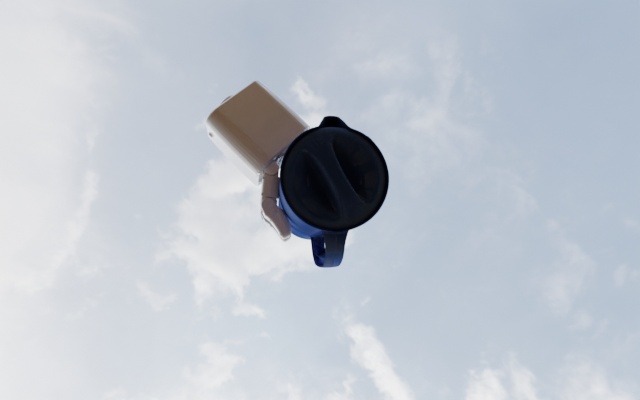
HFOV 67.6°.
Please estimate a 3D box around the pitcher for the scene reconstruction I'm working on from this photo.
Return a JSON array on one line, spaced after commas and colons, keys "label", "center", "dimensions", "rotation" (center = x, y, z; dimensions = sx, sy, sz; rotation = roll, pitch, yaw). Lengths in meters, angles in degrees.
[{"label": "pitcher", "center": [0.000, 0.002, 0.679], "dimensions": [0.145, 0.149, 0.243], "rotation": [43, -14, 1]}]
